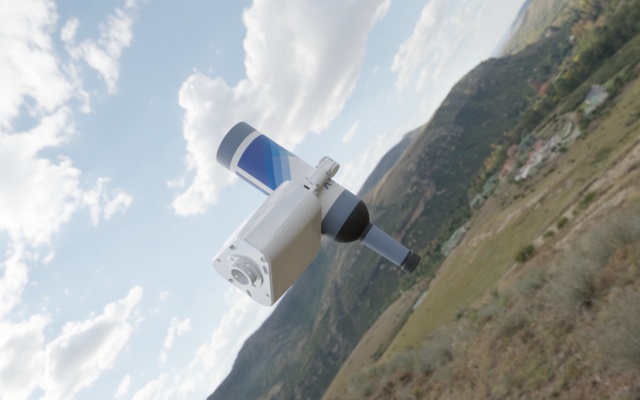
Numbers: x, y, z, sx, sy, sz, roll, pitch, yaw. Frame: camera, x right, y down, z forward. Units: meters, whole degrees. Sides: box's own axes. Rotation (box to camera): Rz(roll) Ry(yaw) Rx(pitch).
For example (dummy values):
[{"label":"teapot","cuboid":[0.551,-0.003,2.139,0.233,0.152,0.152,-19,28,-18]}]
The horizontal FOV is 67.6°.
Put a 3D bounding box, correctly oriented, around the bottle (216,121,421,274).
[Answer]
[{"label":"bottle","cuboid":[0.000,0.002,0.628,0.295,0.069,0.069,34,5,8]}]
